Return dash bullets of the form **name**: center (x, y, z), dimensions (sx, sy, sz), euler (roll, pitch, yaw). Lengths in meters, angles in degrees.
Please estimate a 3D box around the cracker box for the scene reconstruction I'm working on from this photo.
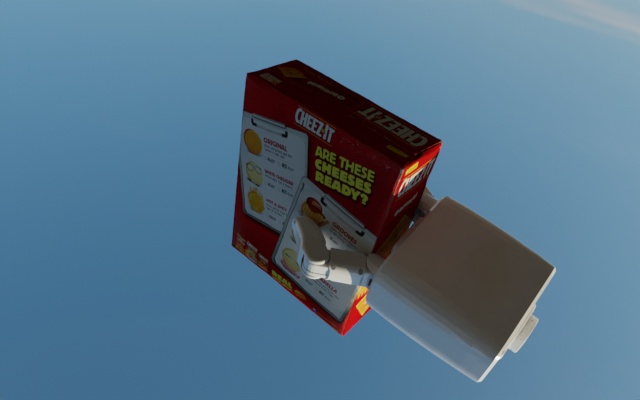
- **cracker box**: center (0.000, 0.002, 0.453), dimensions (0.164, 0.214, 0.072), euler (35, 44, 23)
